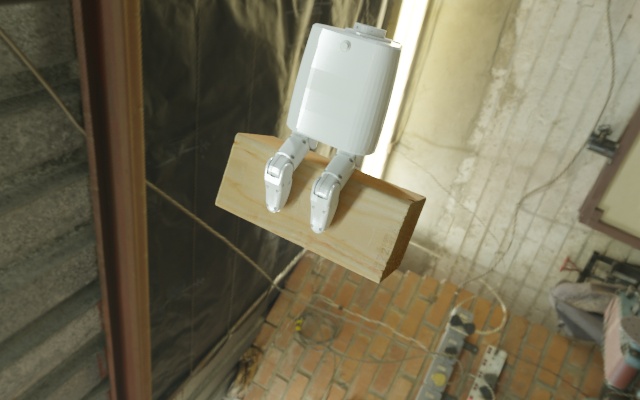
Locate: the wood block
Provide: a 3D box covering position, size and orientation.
[{"bbox_3d":[0.000,0.001,0.537,0.206,0.090,0.091,24,13,20],"label":"wood block"}]
